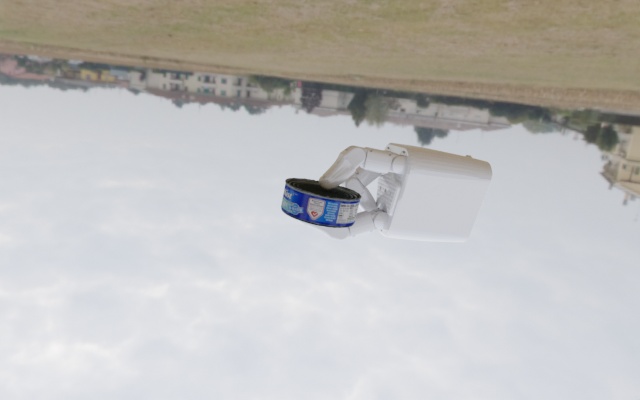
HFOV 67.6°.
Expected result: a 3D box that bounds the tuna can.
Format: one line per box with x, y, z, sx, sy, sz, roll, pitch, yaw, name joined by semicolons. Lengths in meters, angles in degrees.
0.000;0.002;0.529;0.086;0.034;0.086;12;12;-2;tuna can
